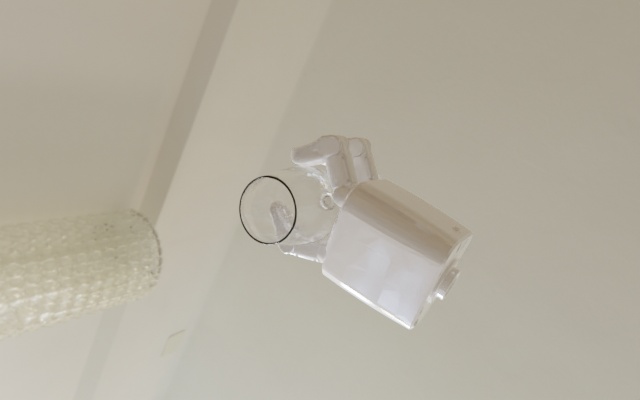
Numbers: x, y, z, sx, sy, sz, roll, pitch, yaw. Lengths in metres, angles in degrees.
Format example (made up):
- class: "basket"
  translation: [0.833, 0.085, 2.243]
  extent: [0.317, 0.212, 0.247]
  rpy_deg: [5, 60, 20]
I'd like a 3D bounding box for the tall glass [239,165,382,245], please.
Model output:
- class: "tall glass"
  translation: [0.000, 0.002, 0.506]
  extent: [0.079, 0.079, 0.201]
  rpy_deg: [0, 4, 29]
